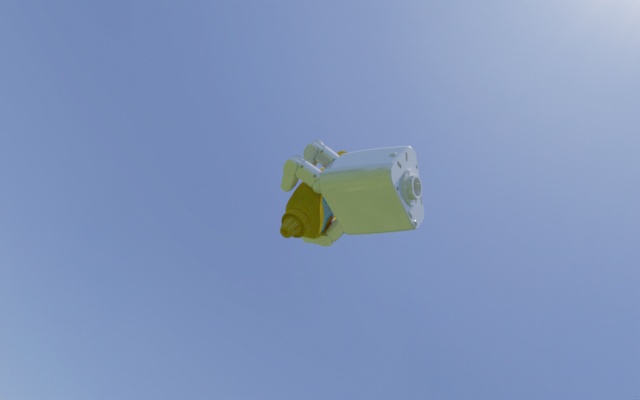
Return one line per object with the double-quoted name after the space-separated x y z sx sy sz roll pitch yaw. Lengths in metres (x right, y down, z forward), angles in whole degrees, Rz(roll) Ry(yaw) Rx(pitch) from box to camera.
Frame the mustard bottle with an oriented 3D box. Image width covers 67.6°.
0.000 0.002 0.711 0.058 0.096 0.191 19 35 23 "mustard bottle"
